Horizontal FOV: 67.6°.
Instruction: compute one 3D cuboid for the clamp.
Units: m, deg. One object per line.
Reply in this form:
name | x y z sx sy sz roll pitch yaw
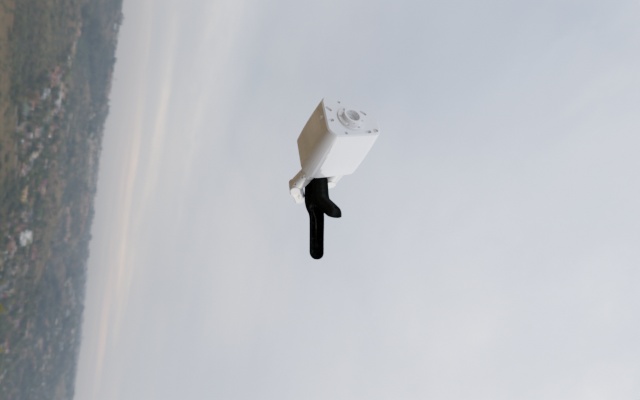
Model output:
clamp | 0.001 0.003 0.830 0.039 0.171 0.120 8 -38 -24
